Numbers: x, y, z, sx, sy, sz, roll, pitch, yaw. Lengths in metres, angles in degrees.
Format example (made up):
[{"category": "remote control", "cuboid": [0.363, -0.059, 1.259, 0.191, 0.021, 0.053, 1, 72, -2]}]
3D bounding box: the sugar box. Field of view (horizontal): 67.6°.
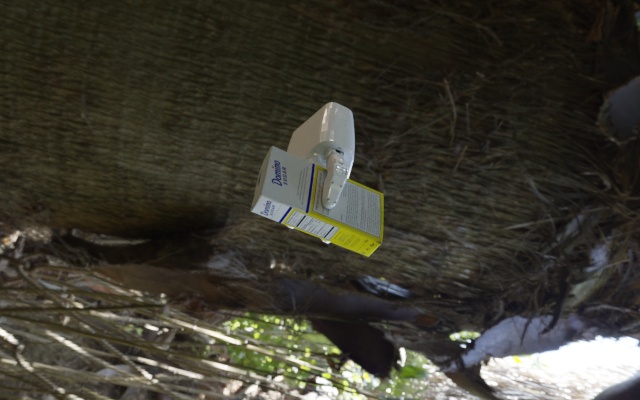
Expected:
[{"category": "sugar box", "cuboid": [0.000, 0.002, 0.643, 0.176, 0.093, 0.048, 21, -45, -14]}]
